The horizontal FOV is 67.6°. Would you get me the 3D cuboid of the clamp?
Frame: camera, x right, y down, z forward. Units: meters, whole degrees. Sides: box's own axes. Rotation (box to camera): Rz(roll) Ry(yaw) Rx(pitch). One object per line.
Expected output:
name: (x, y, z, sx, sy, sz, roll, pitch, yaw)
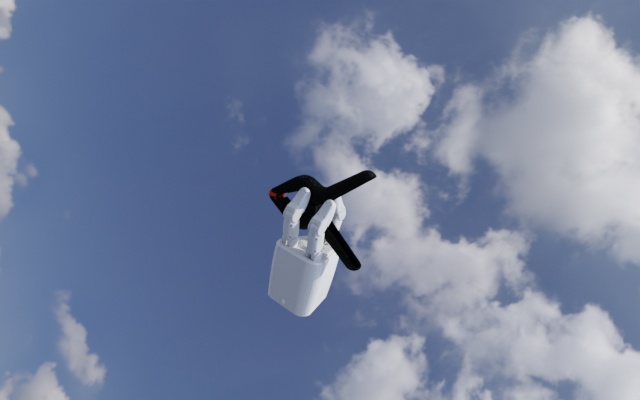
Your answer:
clamp: (0.000, 0.003, 0.800, 0.210, 0.164, 0.036, 26, 20, 33)
